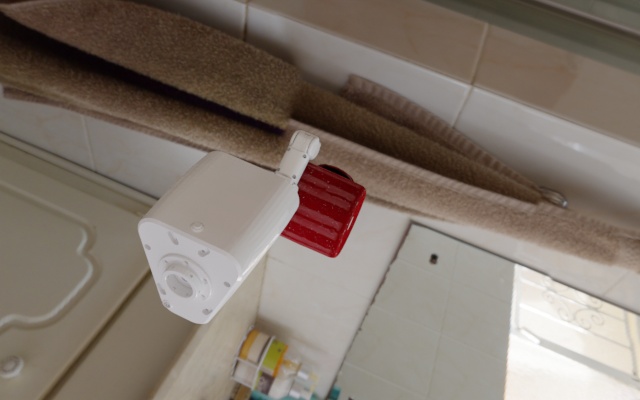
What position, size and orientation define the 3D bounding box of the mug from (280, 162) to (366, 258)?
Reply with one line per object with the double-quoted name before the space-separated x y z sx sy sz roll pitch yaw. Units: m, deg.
"mug" 0.001 0.001 0.505 0.081 0.093 0.117 24 40 8
